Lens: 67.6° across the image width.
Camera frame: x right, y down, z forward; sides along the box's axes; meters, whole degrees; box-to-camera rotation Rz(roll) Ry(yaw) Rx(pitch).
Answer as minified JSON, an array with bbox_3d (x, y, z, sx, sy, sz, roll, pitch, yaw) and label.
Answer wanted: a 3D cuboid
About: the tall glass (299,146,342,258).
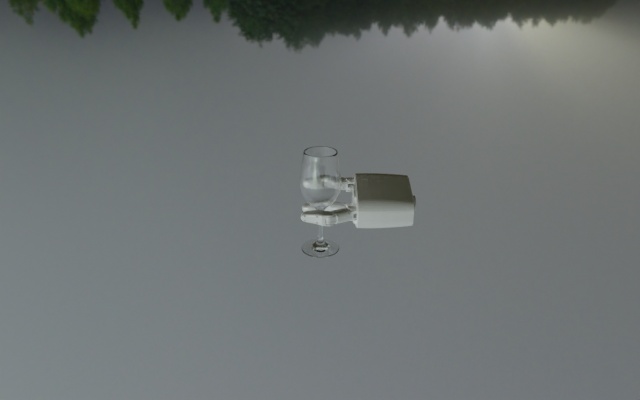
[{"bbox_3d":[0.000,0.004,0.896,0.079,0.201,0.079,0,25,0],"label":"tall glass"}]
